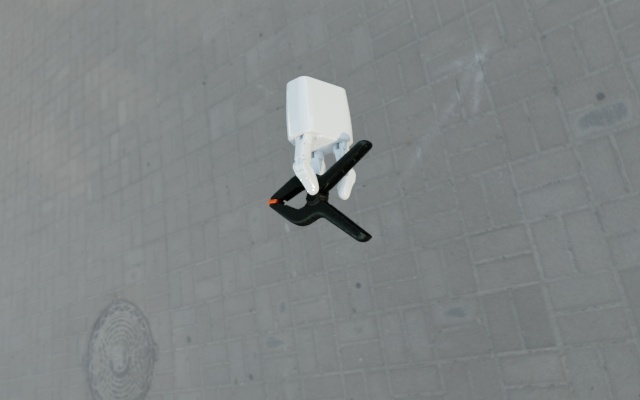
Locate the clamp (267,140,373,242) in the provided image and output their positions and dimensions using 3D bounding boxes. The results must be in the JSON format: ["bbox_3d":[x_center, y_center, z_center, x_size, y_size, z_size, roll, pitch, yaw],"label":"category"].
[{"bbox_3d":[-0.001,0.002,0.794,0.210,0.164,0.036,-16,-22,32],"label":"clamp"}]
